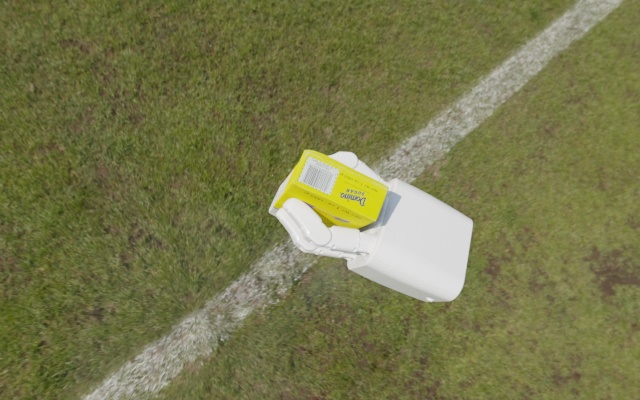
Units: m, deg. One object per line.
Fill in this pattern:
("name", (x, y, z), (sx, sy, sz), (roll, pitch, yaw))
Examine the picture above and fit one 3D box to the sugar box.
("sugar box", (0.000, 0.002, 0.543), (0.093, 0.048, 0.176), (25, -18, -7))
